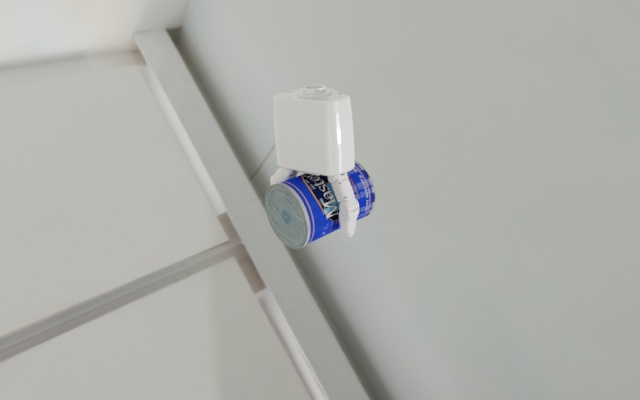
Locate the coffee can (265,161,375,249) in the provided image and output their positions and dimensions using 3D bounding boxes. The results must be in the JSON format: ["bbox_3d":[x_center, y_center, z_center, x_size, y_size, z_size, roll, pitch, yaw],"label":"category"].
[{"bbox_3d":[0.000,0.003,0.742,0.140,0.103,0.103,-23,14,-35],"label":"coffee can"}]
